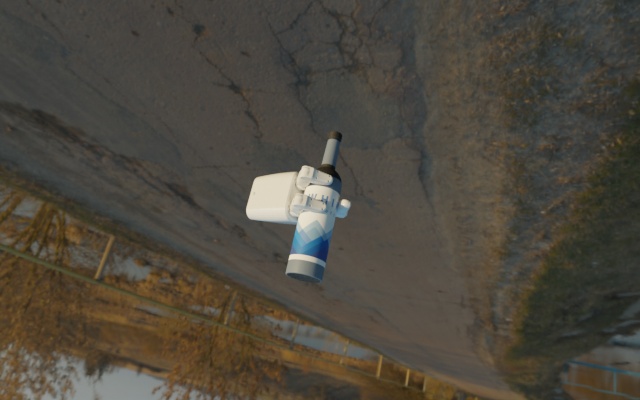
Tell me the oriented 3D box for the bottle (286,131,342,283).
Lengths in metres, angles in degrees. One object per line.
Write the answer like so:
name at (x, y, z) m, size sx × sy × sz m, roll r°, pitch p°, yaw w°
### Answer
bottle at (0.000, 0.003, 0.898) m, size 0.069 × 0.295 × 0.069 m, roll 11°, pitch -20°, yaw 4°
